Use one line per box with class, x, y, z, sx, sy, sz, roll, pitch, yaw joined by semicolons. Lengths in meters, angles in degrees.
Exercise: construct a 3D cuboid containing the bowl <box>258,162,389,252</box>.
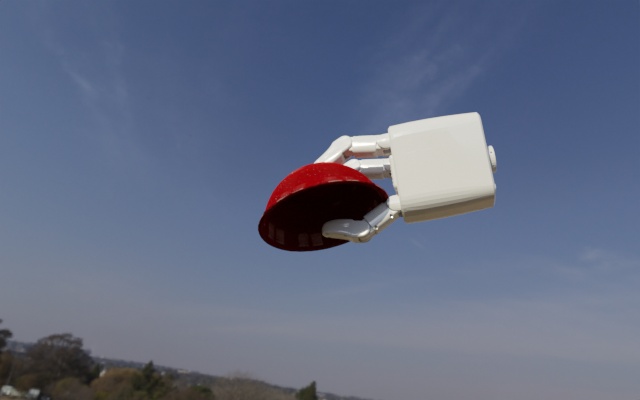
bowl;-0.001;0.002;0.585;0.162;0.055;0.162;-11;-31;-7
